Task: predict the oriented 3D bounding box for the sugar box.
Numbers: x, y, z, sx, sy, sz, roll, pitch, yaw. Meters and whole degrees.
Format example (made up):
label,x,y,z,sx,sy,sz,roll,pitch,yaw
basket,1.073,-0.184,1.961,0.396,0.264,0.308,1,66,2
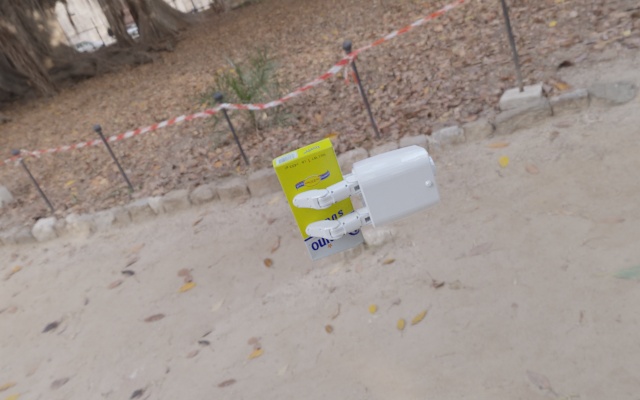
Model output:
label,x,y,z,sx,sy,sz,roll,pitch,yaw
sugar box,0.000,0.003,0.740,0.093,0.176,0.048,-20,24,3
